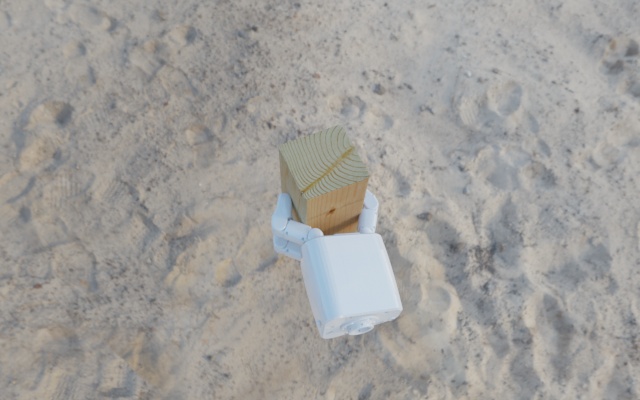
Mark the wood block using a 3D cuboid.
[{"bbox_3d":[0.001,0.002,0.677,0.091,0.090,0.206,-20,-27,-14],"label":"wood block"}]
